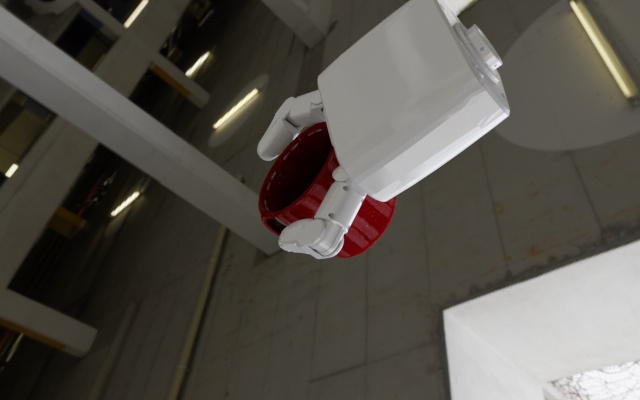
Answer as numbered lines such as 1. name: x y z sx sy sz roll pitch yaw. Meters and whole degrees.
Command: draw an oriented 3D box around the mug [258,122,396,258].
1. mug: -0.001 0.002 0.407 0.081 0.093 0.117 37 -55 -27
